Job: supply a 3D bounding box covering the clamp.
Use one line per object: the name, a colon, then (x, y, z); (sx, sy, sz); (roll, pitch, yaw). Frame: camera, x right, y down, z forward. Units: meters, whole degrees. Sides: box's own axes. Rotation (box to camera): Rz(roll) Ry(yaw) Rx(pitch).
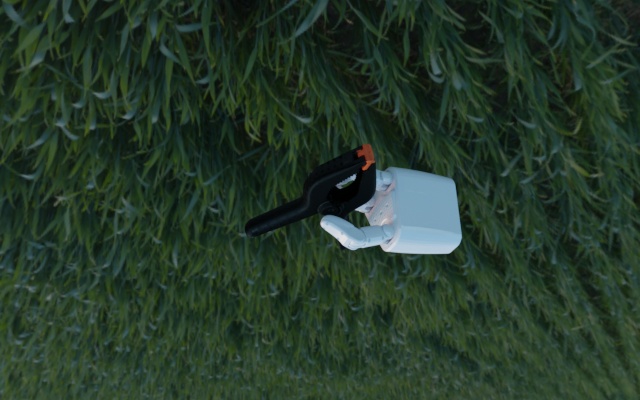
clamp: (0.001, 0.002, 0.623); (0.164, 0.036, 0.210); (5, -37, -22)
